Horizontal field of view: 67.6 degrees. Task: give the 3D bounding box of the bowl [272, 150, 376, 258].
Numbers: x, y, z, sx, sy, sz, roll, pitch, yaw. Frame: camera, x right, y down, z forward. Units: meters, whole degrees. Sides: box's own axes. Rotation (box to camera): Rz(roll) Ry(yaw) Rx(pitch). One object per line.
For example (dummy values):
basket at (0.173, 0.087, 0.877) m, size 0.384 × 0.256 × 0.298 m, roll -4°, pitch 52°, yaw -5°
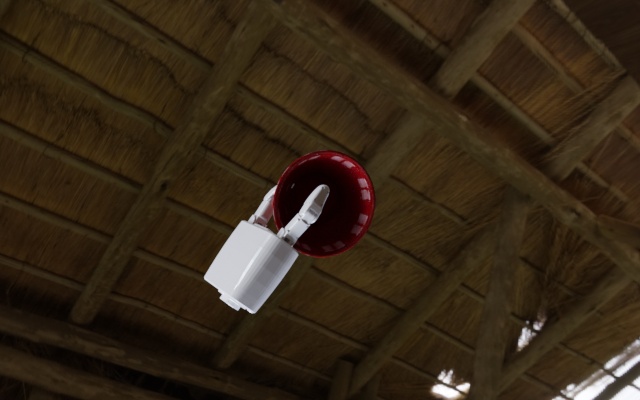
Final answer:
bowl at (0.001, 0.002, 0.732) m, size 0.162 × 0.162 × 0.055 m, roll 0°, pitch 9°, yaw -19°
